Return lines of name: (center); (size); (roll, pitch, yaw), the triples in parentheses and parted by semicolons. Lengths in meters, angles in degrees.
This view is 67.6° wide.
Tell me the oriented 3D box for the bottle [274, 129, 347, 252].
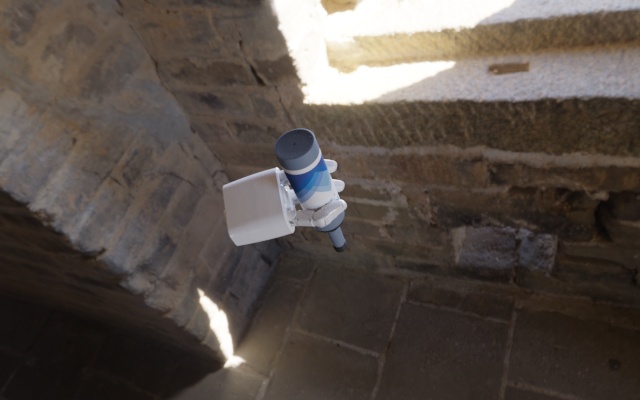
bottle: (0.000, 0.003, 0.835); (0.069, 0.069, 0.296); (0, -37, 20)
